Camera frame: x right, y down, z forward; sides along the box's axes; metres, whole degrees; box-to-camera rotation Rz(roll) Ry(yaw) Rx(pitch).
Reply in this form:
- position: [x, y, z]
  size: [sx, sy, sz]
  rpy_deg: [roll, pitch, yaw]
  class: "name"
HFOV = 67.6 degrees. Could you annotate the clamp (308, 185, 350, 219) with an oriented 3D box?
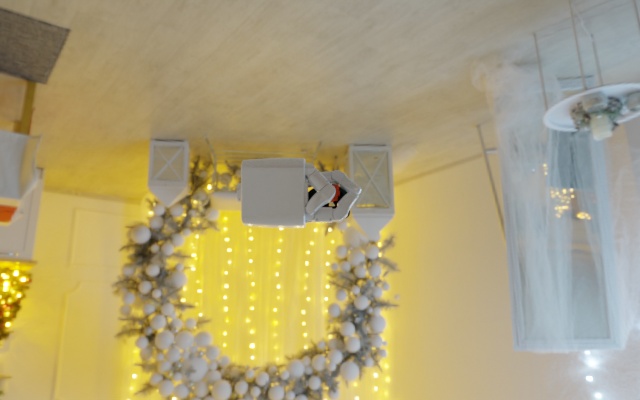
- position: [0.000, 0.003, 0.885]
  size: [0.120, 0.039, 0.171]
  rpy_deg: [0, -15, -1]
  class: "clamp"
